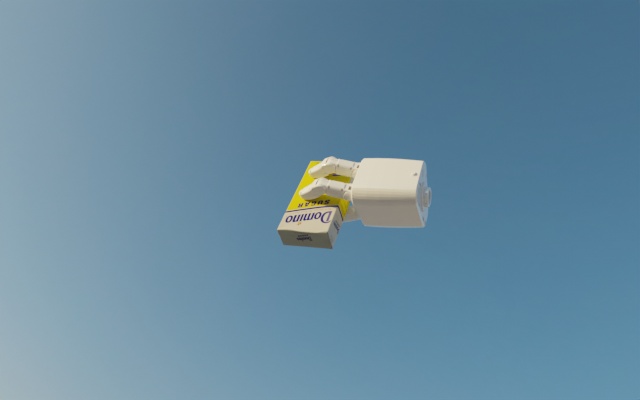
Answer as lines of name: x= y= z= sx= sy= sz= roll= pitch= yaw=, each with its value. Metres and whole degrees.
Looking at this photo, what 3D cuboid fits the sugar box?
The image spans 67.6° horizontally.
sugar box: x=0.000 y=0.002 z=0.832 sx=0.093 sy=0.048 sz=0.176 roll=2 pitch=43 yaw=23
